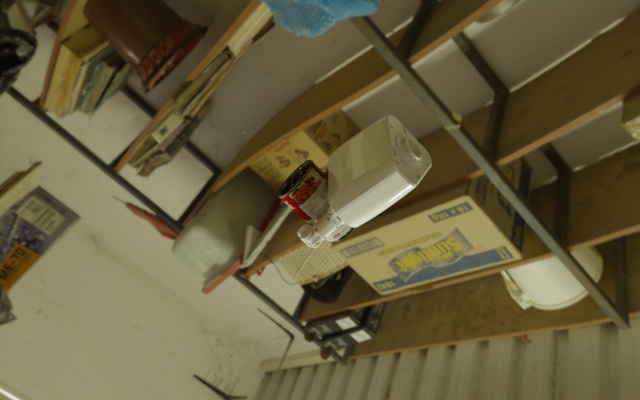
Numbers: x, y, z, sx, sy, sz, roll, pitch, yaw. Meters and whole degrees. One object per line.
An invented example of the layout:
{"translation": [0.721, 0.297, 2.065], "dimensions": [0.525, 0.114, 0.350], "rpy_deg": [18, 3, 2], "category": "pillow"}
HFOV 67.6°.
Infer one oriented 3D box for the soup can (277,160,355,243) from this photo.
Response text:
{"translation": [0.000, 0.003, 0.662], "dimensions": [0.102, 0.068, 0.068], "rpy_deg": [43, -15, -17], "category": "soup can"}
